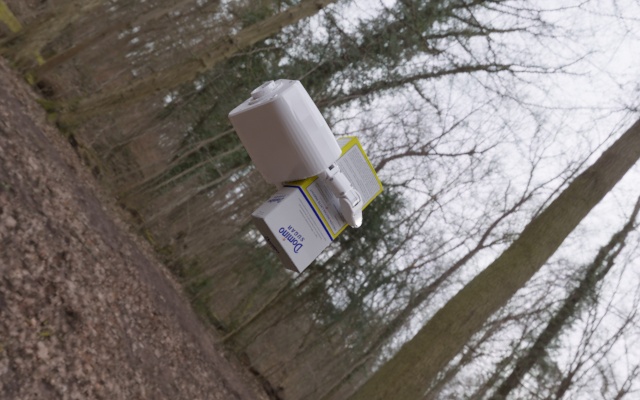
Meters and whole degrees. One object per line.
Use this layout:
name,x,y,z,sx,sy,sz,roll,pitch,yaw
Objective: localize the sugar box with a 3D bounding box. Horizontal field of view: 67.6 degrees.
sugar box,0.000,0.002,0.634,0.176,0.093,0.048,-41,25,-23
